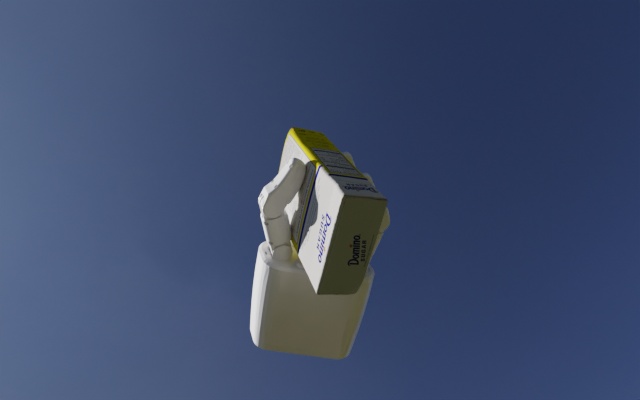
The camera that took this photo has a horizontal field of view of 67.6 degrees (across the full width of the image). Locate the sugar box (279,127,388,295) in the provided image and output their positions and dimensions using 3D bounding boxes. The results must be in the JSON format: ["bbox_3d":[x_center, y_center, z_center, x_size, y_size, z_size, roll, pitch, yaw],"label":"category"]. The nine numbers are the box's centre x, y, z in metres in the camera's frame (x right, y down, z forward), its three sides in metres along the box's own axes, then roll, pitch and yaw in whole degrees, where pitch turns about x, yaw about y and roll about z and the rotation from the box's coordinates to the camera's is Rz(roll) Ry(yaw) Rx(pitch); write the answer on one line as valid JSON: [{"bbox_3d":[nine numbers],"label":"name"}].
[{"bbox_3d":[0.001,0.002,0.453,0.048,0.093,0.176,5,24,-23],"label":"sugar box"}]
